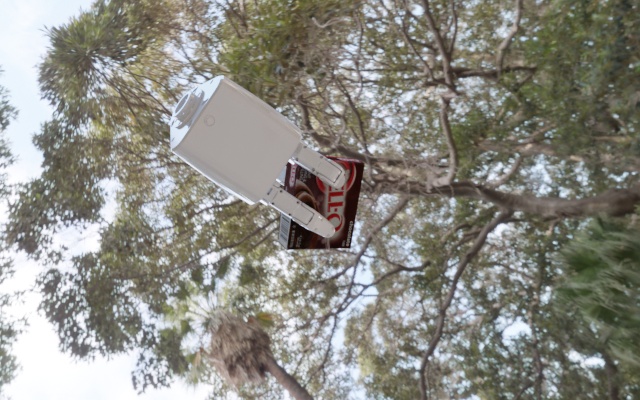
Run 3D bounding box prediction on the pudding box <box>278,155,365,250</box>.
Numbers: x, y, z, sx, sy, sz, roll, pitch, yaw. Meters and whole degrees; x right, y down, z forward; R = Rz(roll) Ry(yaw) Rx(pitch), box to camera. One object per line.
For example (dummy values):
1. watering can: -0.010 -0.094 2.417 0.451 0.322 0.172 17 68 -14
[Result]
1. pudding box: 0.000 0.002 0.579 0.090 0.113 0.039 2 15 -28
